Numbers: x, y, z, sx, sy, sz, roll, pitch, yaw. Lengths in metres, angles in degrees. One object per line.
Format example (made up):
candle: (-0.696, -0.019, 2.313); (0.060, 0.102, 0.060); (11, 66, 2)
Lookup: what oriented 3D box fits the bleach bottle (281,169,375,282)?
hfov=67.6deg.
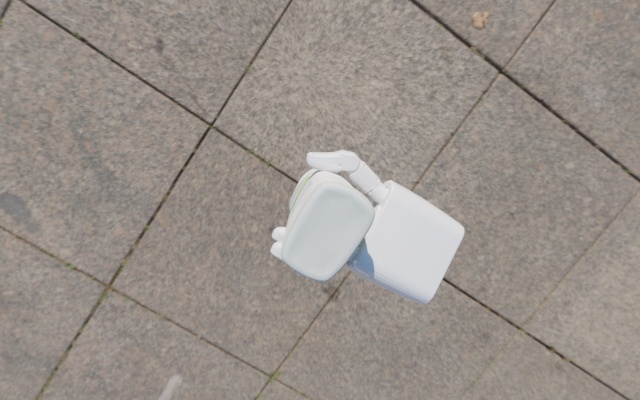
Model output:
bleach bottle: (0.000, 0.002, 0.572); (0.068, 0.102, 0.250); (30, 12, -10)
